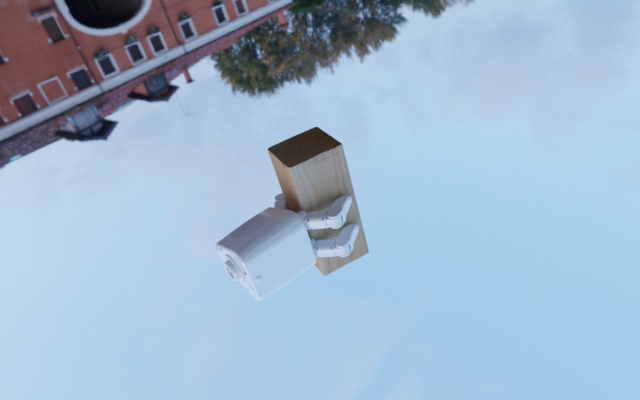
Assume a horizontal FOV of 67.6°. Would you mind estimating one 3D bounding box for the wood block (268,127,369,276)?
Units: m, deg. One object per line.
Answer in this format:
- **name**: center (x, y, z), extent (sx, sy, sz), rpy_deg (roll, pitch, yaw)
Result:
- **wood block**: center (0.000, 0.003, 0.754), extent (0.090, 0.206, 0.090), rpy_deg (-26, 34, -15)
